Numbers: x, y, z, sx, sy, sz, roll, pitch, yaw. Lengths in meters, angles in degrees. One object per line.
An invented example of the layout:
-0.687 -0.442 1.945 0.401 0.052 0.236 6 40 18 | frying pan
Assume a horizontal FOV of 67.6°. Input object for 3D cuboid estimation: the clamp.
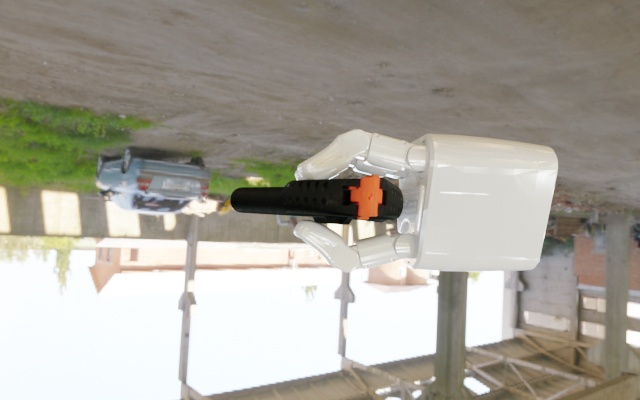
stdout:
0.000 0.002 0.400 0.164 0.036 0.210 3 -3 -5 | clamp
